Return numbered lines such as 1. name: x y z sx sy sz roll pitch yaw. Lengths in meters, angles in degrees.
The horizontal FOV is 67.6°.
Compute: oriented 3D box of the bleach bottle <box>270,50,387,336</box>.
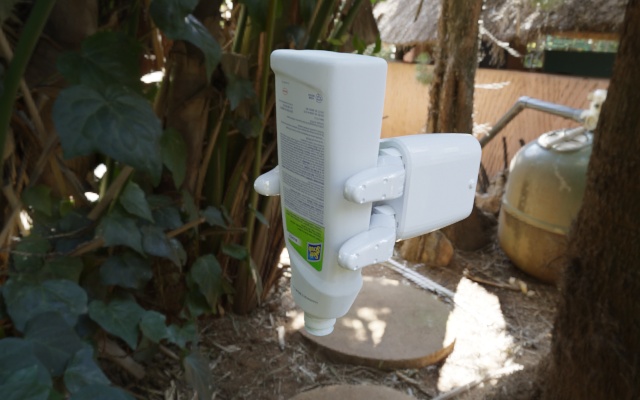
1. bleach bottle: 0.000 0.001 0.422 0.068 0.251 0.102 -11 25 -33
